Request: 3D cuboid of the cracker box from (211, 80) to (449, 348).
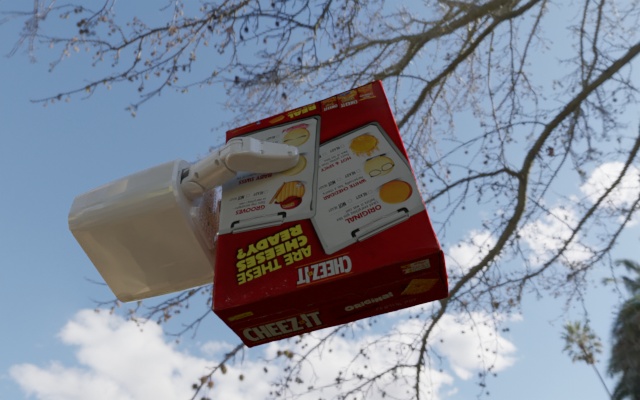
[{"bbox_3d":[0.000,0.001,0.414,0.164,0.213,0.072,-17,-45,8],"label":"cracker box"}]
